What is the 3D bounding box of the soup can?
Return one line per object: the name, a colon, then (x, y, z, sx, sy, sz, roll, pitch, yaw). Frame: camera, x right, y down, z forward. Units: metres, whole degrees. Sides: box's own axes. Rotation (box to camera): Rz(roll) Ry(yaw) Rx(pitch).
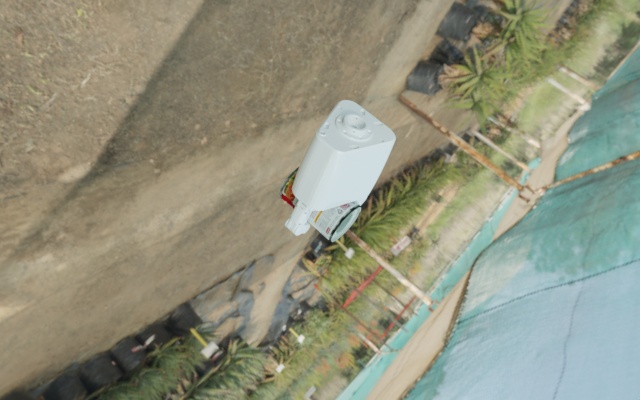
soup can: (0.000, 0.003, 0.691, 0.102, 0.068, 0.068, 40, 13, 15)
